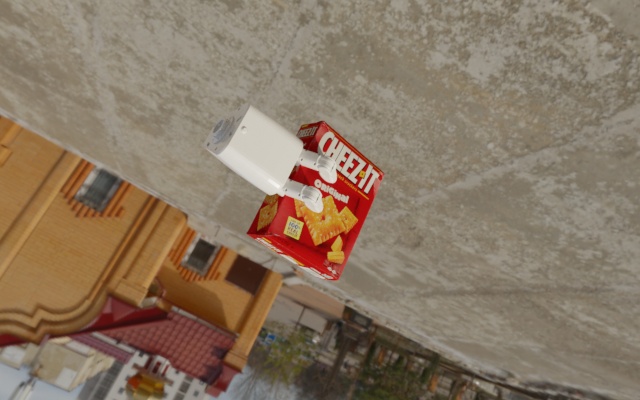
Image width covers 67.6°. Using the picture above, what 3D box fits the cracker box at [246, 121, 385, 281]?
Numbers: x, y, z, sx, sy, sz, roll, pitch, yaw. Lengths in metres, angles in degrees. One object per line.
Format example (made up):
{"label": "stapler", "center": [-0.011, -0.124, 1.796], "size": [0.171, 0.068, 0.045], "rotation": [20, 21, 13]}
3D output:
{"label": "cracker box", "center": [0.000, 0.003, 0.793], "size": [0.164, 0.213, 0.072], "rotation": [37, -21, -31]}
